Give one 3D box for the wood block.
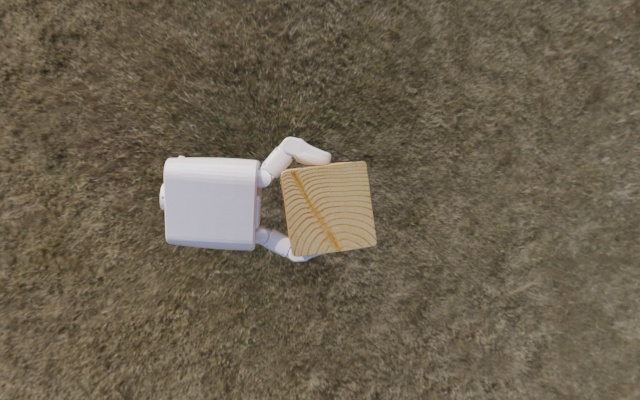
[{"bbox_3d":[0.000,0.002,0.587,0.090,0.091,0.206,-8,5,-5],"label":"wood block"}]
